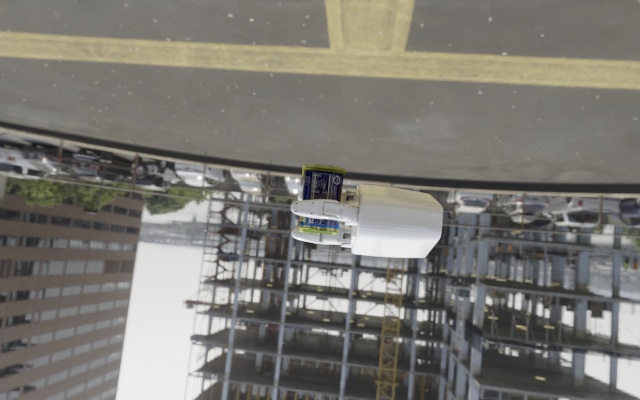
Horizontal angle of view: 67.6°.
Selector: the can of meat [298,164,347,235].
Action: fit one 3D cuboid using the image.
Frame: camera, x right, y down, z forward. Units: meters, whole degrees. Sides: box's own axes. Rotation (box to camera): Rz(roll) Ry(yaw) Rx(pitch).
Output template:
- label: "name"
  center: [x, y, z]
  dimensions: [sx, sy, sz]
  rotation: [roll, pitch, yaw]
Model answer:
- label: "can of meat"
  center: [0.000, 0.002, 0.645]
  dimensions: [0.057, 0.084, 0.102]
  rotation: [6, -6, -2]
